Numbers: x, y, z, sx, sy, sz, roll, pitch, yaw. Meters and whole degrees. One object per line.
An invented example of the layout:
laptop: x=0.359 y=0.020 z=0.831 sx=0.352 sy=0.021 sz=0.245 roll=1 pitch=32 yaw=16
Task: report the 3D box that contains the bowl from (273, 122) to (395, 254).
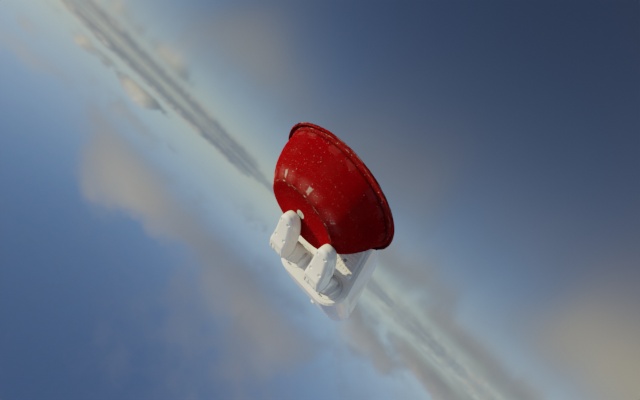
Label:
bowl: x=0.000 y=0.001 z=0.498 sx=0.055 sy=0.162 sz=0.162 roll=-37 pitch=15 yaw=-22
